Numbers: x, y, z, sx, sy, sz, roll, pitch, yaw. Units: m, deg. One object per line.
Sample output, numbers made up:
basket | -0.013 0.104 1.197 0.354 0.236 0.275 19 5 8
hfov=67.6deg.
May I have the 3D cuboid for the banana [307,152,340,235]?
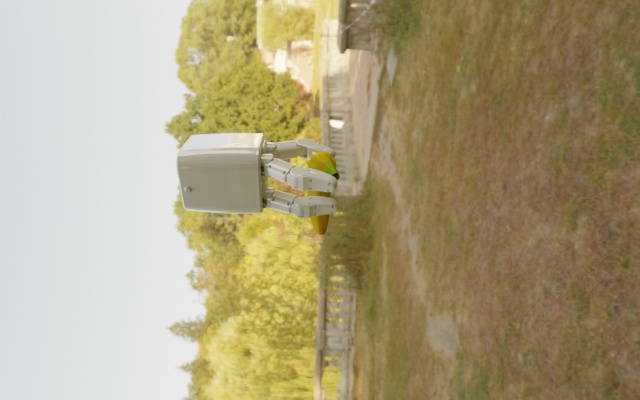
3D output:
banana | -0.001 -0.016 0.691 0.037 0.069 0.198 -1 -26 -4
